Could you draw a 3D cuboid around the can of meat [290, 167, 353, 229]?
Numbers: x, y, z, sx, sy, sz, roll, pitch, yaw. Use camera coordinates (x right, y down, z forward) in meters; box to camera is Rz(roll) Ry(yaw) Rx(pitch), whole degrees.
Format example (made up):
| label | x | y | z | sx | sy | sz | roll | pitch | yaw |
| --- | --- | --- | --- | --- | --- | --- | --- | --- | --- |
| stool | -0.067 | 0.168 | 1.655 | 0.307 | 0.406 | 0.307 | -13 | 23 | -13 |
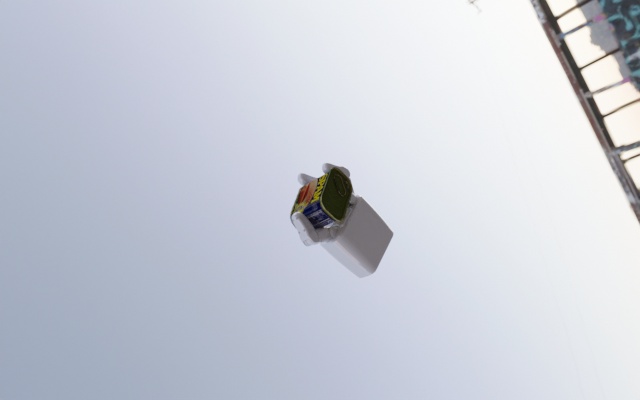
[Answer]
| label | x | y | z | sx | sy | sz | roll | pitch | yaw |
| --- | --- | --- | --- | --- | --- | --- | --- | --- | --- |
| can of meat | 0.000 | 0.003 | 0.825 | 0.084 | 0.102 | 0.057 | -27 | -60 | 38 |
